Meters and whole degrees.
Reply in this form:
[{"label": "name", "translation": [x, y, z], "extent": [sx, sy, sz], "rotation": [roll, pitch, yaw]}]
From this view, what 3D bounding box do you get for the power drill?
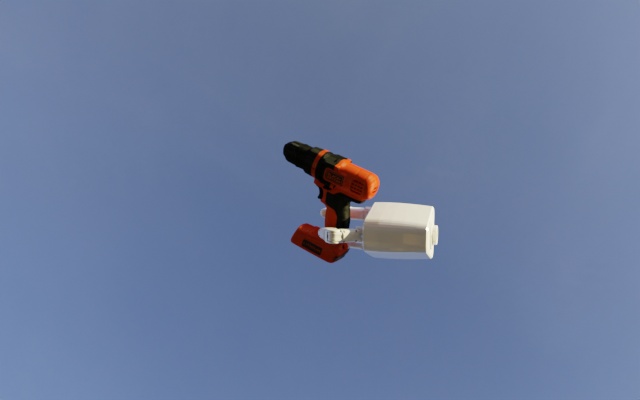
[{"label": "power drill", "translation": [0.000, 0.003, 0.839], "extent": [0.184, 0.188, 0.057], "rotation": [27, 33, 25]}]
